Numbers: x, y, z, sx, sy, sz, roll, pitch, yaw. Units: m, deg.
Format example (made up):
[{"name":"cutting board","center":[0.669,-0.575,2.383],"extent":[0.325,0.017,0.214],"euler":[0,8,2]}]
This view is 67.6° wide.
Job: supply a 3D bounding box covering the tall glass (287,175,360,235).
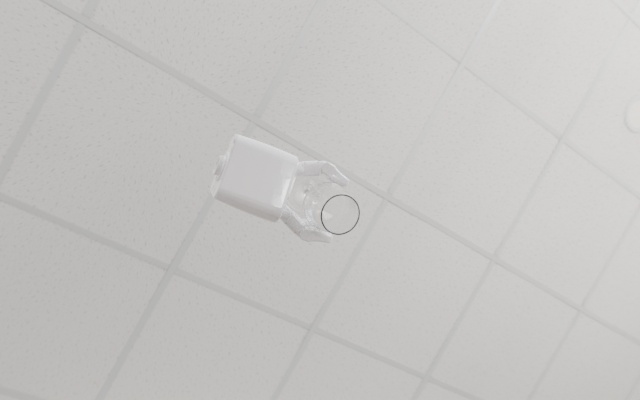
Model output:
[{"name":"tall glass","center":[0.000,0.002,0.796],"extent":[0.079,0.079,0.201],"euler":[0,11,-18]}]
